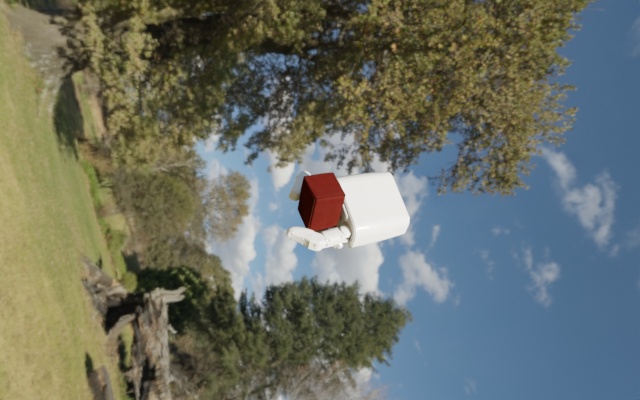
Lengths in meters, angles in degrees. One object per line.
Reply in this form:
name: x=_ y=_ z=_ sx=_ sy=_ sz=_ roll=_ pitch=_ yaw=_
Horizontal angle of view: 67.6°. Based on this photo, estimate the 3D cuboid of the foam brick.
foam brick: x=0.000 y=0.002 z=0.745 sx=0.051 sy=0.053 sz=0.078 roll=-9 pitch=-40 yaw=-21
